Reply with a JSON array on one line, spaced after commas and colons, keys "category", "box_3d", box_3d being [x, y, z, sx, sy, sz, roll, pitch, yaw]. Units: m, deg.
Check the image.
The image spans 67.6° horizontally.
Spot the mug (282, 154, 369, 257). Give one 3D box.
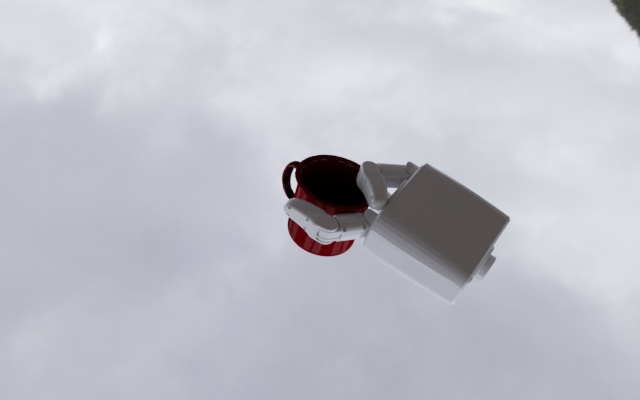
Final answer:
[{"category": "mug", "box_3d": [-0.001, 0.001, 0.539, 0.117, 0.082, 0.093, 35, 42, 21]}]
